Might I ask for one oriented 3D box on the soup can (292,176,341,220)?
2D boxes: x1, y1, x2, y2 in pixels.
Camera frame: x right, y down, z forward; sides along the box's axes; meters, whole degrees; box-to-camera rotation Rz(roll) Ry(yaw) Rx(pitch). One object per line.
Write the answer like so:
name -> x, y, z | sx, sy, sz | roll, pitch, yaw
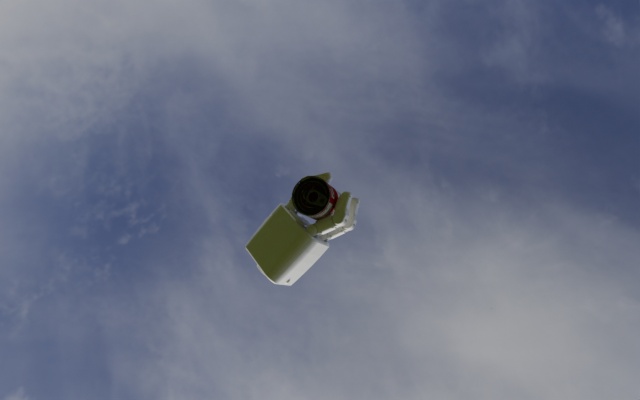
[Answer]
soup can -> 0.000, 0.002, 0.834 | 0.068, 0.068, 0.102 | 0, -12, 20
